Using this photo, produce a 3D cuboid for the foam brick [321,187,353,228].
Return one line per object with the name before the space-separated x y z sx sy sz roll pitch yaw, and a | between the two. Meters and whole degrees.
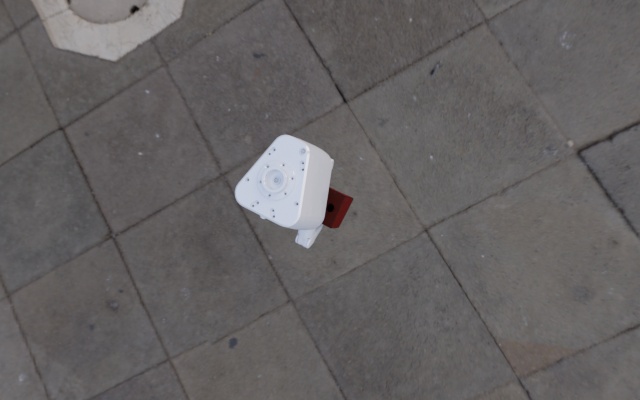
foam brick | 0.000 0.002 0.715 0.078 0.053 0.051 26 4 14
